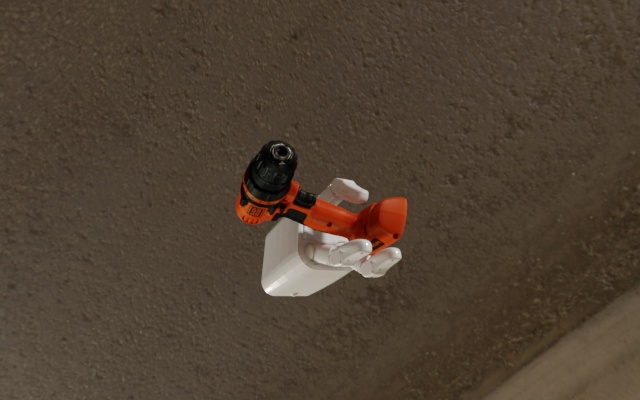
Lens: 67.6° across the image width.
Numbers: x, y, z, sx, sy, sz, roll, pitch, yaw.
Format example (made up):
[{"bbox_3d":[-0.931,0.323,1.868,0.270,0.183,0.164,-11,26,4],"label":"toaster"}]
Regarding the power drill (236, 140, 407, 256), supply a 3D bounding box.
[{"bbox_3d":[0.000,0.002,0.552,0.187,0.057,0.184,19,-22,-11],"label":"power drill"}]
